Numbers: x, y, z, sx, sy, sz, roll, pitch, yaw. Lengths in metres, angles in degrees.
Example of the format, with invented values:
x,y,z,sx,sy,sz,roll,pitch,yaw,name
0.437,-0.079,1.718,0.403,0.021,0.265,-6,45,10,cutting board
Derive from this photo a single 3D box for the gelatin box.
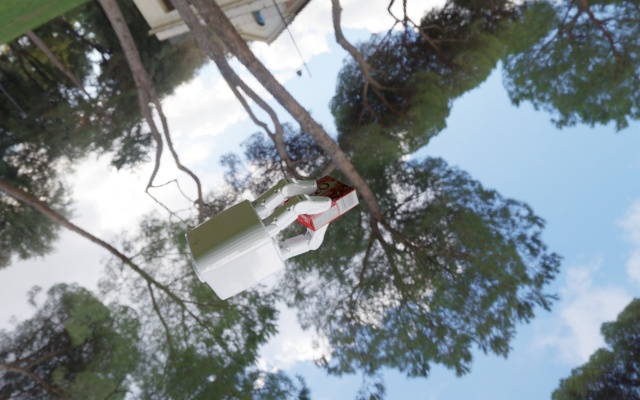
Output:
x,y,z,sx,sy,sz,roll,pitch,yaw,name
0.000,0.003,0.722,0.089,0.030,0.073,-32,35,-23,gelatin box
